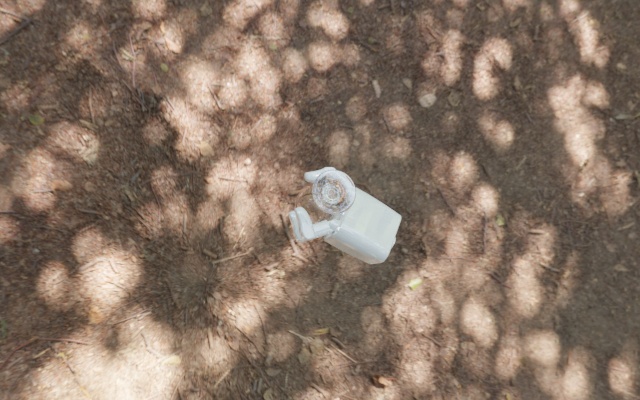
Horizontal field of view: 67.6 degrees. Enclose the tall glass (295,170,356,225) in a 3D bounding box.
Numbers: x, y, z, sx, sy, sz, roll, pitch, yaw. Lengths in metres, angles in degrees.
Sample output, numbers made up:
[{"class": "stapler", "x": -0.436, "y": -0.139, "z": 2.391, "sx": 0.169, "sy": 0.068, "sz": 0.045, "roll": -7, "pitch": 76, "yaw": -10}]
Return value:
[{"class": "tall glass", "x": 0.000, "y": 0.003, "z": 0.873, "sx": 0.079, "sy": 0.079, "sz": 0.201, "roll": 0, "pitch": -10, "yaw": -14}]
